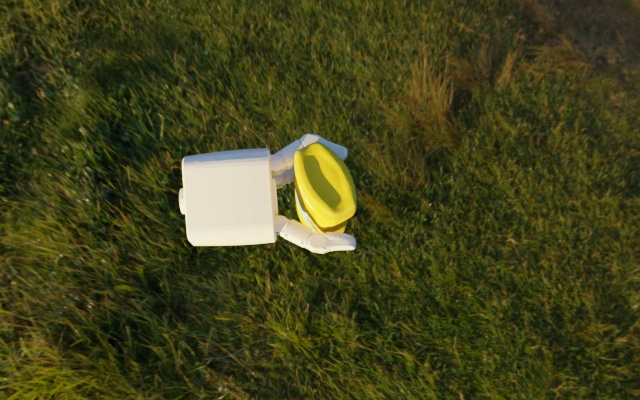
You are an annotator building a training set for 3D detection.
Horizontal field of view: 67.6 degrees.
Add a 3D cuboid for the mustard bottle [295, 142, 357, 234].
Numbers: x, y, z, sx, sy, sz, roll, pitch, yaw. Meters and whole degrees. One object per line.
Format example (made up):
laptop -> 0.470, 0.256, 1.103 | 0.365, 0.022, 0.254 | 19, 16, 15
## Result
mustard bottle -> 0.000, 0.002, 0.628 | 0.058, 0.096, 0.192 | -29, -13, -12
